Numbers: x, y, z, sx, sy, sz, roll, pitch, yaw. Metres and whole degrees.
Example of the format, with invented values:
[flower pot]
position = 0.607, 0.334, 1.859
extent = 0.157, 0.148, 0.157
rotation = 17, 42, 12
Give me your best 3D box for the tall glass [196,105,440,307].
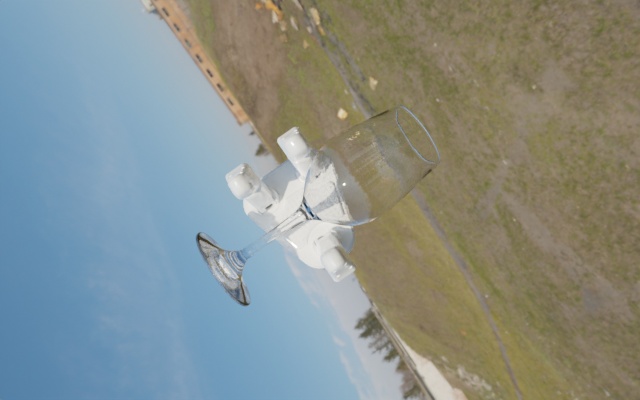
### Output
[tall glass]
position = 0.000, 0.002, 0.402
extent = 0.201, 0.079, 0.079
rotation = -35, 0, 0
